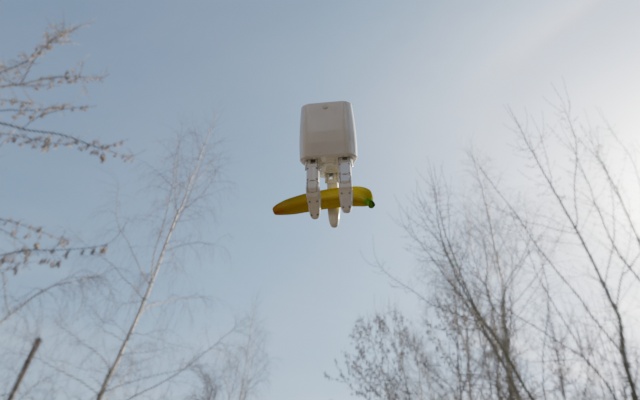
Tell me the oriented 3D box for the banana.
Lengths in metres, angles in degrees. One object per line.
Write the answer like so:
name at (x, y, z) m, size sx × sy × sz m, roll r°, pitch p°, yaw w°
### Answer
banana at (0.012, -0.001, 0.837) m, size 0.198 × 0.037 × 0.069 m, roll -7°, pitch 6°, yaw 28°
